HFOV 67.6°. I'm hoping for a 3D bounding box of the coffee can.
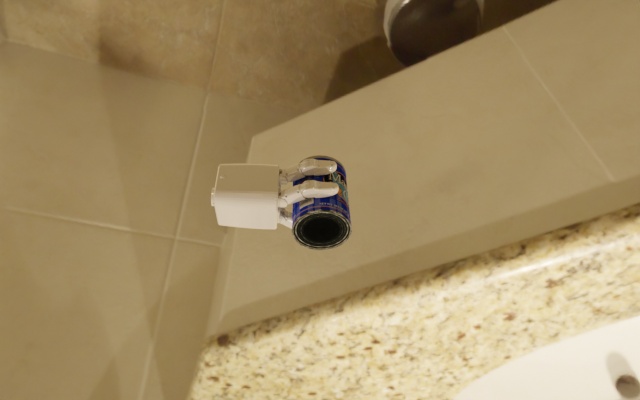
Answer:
[{"bbox_3d":[0.000,0.003,0.856,0.103,0.140,0.103,-1,-45,-1],"label":"coffee can"}]
